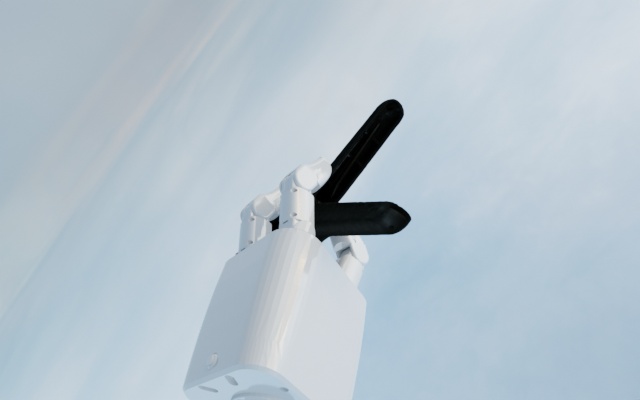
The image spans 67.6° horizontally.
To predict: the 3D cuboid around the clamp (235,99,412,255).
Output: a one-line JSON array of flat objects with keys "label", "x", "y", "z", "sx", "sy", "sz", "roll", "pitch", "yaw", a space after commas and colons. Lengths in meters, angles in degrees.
[{"label": "clamp", "x": 0.000, "y": 0.002, "z": 0.435, "sx": 0.036, "sy": 0.164, "sz": 0.210, "roll": 40, "pitch": -50, "yaw": -22}]
